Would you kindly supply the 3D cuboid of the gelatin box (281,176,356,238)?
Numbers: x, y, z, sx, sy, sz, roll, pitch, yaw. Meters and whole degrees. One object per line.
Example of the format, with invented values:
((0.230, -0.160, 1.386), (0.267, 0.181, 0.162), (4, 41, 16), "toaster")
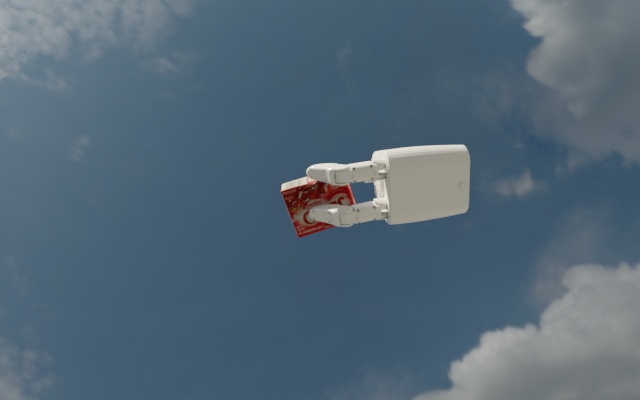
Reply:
((0.000, 0.002, 0.643), (0.089, 0.073, 0.030), (-17, 23, 7), "gelatin box")
